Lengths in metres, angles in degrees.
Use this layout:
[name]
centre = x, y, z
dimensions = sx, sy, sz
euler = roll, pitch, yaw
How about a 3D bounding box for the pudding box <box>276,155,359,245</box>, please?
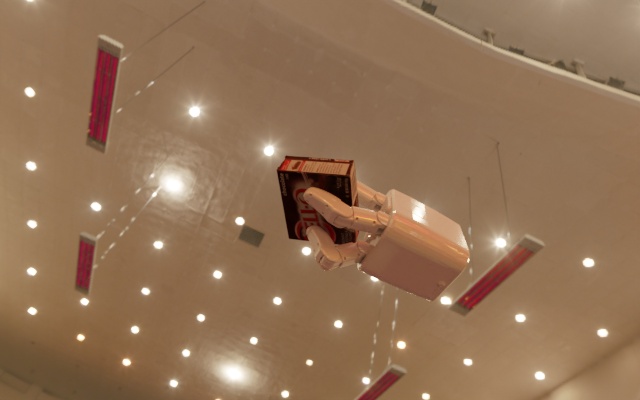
[pudding box]
centre = 0.000, 0.002, 0.590
dimensions = 0.090, 0.114, 0.039
euler = 5, 37, 15
